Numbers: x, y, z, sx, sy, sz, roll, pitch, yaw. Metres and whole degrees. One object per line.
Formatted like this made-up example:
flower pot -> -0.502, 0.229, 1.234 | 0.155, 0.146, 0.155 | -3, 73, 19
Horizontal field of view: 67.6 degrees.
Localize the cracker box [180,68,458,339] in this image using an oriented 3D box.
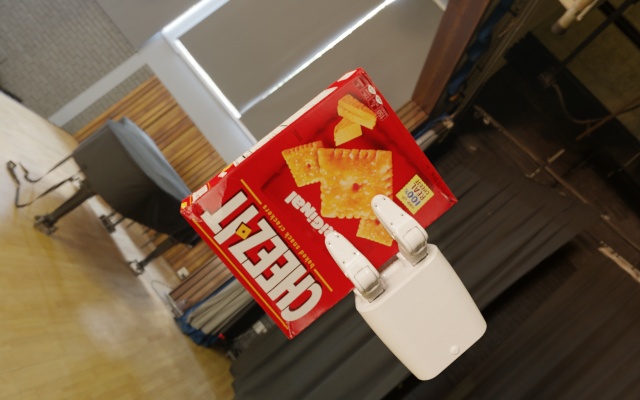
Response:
cracker box -> 0.000, 0.001, 0.467 | 0.213, 0.164, 0.072 | -39, 14, -5
